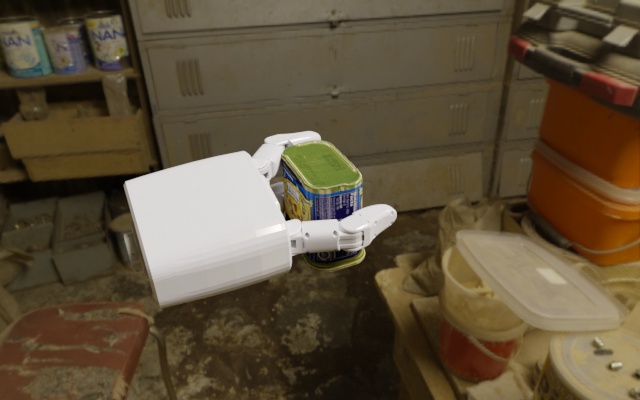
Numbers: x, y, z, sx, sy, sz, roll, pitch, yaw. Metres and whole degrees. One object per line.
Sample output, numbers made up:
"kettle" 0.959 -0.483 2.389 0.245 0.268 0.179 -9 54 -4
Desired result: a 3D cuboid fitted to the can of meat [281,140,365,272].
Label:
"can of meat" 0.000 0.001 0.444 0.057 0.084 0.102 -13 32 -18
